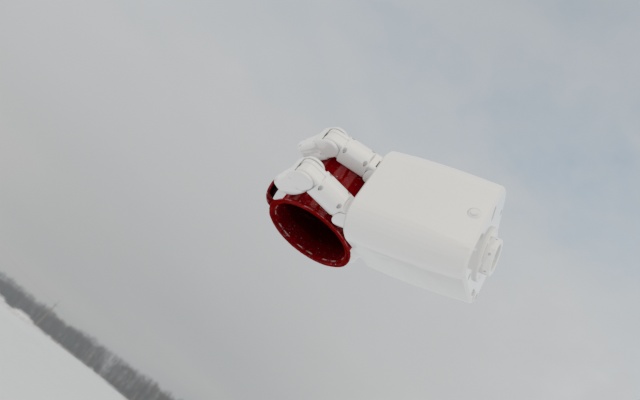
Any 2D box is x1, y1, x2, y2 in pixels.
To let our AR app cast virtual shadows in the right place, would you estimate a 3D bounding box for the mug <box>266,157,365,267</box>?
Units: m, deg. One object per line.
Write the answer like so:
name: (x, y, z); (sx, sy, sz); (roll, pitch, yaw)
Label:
mug: (-0.001, 0.001, 0.480); (0.117, 0.081, 0.093); (21, -33, 28)
